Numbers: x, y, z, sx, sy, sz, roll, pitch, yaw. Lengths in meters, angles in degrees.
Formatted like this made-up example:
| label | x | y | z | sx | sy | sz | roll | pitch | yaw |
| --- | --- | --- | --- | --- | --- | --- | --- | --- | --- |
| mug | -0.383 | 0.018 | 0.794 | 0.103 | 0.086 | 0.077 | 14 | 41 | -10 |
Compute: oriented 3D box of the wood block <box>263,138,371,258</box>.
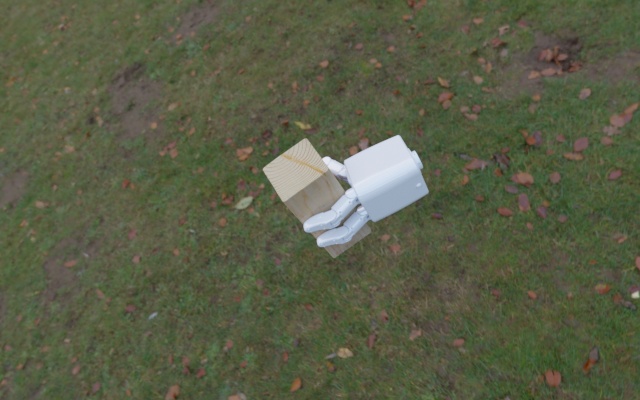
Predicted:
| label | x | y | z | sx | sy | sz | roll | pitch | yaw |
| --- | --- | --- | --- | --- | --- | --- | --- | --- | --- |
| wood block | 0.000 | 0.002 | 0.827 | 0.090 | 0.090 | 0.206 | -36 | -40 | 2 |
